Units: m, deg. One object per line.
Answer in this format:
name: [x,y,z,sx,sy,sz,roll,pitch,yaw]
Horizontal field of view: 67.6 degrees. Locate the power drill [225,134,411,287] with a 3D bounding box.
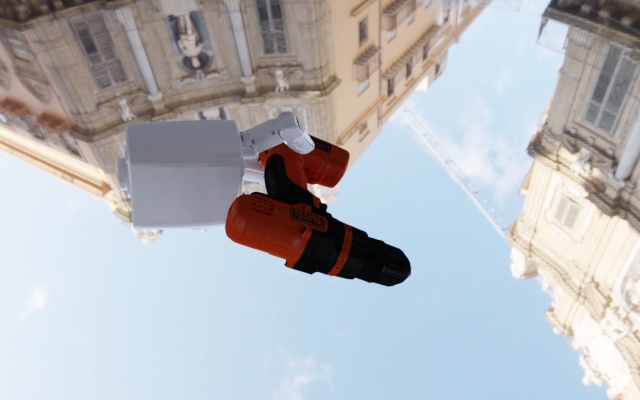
power drill: [0.000,0.001,0.501,0.184,0.057,0.187,21,30,-16]
